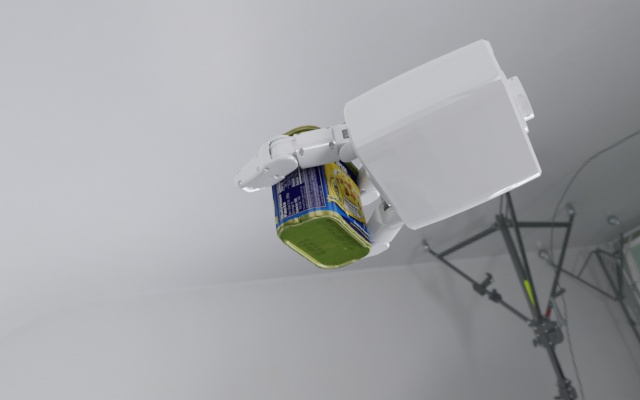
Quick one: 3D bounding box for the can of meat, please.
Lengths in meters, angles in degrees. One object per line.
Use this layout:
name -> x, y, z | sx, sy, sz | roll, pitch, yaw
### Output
can of meat -> 0.000, 0.002, 0.402 | 0.057, 0.084, 0.102 | -22, -34, 19
